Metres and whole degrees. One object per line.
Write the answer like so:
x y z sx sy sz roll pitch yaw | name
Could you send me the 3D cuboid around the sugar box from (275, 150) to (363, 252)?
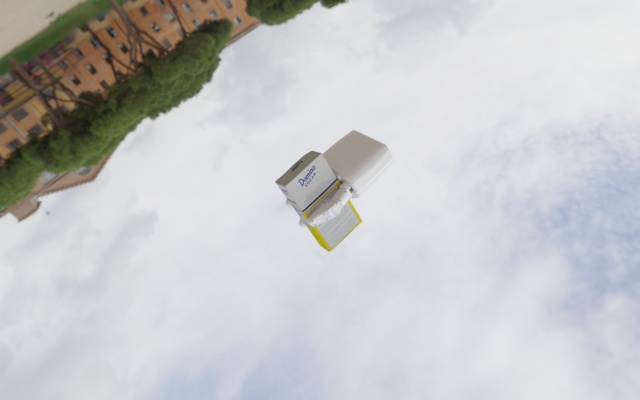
0.000 0.003 0.883 0.093 0.176 0.048 -43 32 -16 | sugar box
